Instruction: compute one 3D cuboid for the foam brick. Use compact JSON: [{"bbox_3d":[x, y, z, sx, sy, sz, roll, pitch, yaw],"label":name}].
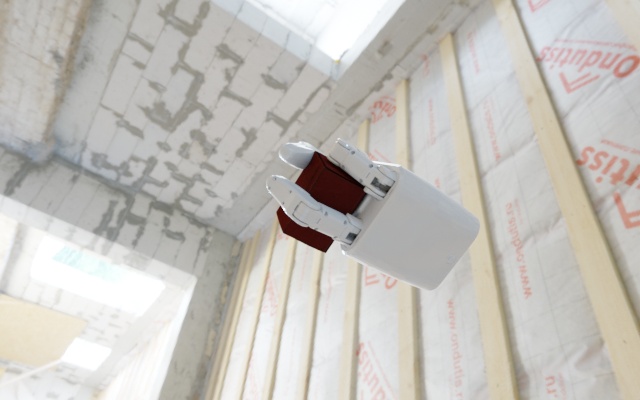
[{"bbox_3d":[0.000,0.002,0.468,0.051,0.078,0.053,28,15,-21],"label":"foam brick"}]
